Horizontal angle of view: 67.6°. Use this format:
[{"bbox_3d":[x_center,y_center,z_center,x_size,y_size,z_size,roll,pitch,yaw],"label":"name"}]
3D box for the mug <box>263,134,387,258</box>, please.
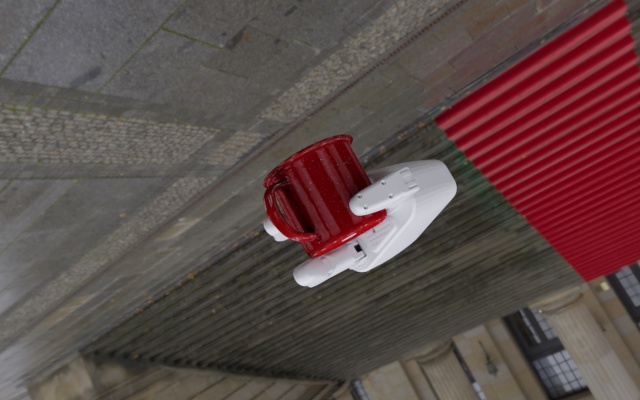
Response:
[{"bbox_3d":[-0.001,0.002,0.423,0.093,0.081,0.117,-36,-12,39],"label":"mug"}]
